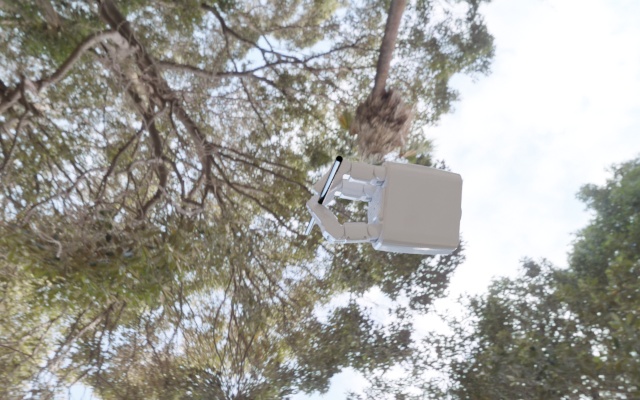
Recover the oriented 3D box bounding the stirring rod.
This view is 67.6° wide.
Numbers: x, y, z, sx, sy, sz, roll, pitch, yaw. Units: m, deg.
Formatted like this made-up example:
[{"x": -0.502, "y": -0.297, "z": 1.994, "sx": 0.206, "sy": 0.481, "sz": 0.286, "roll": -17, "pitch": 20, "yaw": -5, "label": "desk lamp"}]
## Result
[{"x": 0.000, "y": 0.002, "z": 0.622, "sx": 0.011, "sy": 0.011, "sz": 0.240, "roll": 0, "pitch": -23, "yaw": -11, "label": "stirring rod"}]
